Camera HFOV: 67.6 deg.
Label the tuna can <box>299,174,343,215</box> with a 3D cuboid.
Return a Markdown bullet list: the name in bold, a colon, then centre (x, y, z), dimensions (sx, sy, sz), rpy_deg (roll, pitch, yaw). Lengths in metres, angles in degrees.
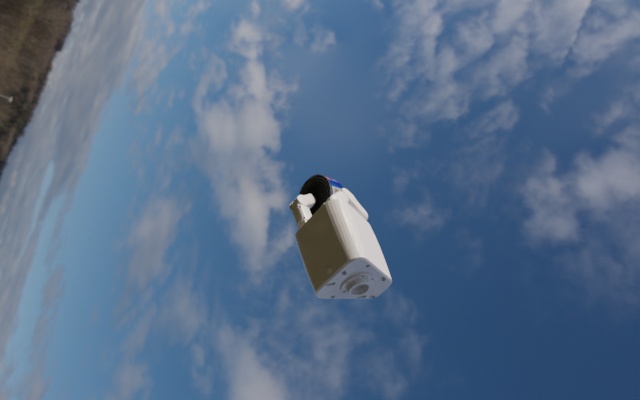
- **tuna can**: centre (0.001, 0.003, 0.785), dimensions (0.034, 0.086, 0.086), rpy_deg (17, -10, -38)
